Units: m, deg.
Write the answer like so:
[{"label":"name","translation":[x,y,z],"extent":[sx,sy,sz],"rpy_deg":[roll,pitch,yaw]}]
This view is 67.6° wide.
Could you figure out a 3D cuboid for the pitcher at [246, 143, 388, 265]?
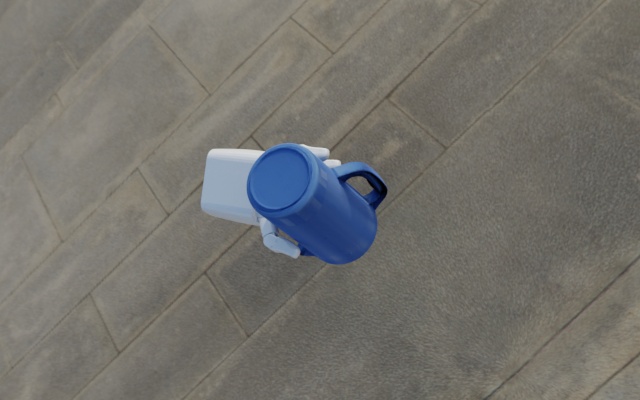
[{"label":"pitcher","translation":[0.000,0.002,0.726],"extent":[0.145,0.149,0.243],"rpy_deg":[9,-15,26]}]
